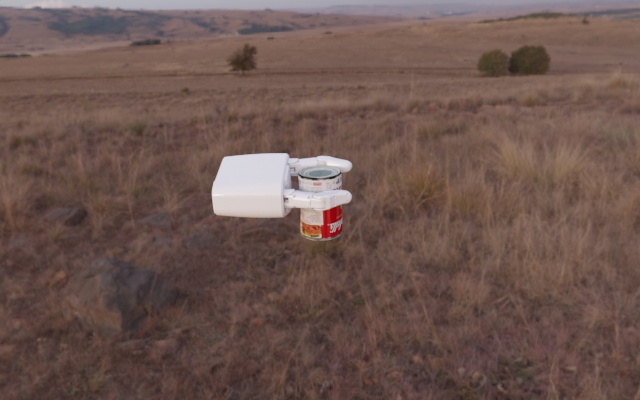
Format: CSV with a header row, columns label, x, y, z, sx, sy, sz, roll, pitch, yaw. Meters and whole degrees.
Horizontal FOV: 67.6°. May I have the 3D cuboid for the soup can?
label,x,y,z,sx,sy,sz,roll,pitch,yaw
soup can,0.001,0.002,0.746,0.068,0.102,0.068,-2,21,1
